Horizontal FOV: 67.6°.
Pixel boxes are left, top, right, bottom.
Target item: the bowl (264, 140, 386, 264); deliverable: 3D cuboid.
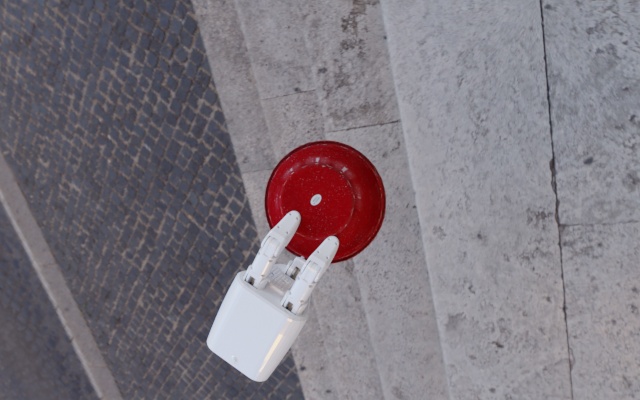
[{"bbox_3d":[0.000,0.001,0.598,0.162,0.162,0.055,0,-1,10],"label":"bowl"}]
